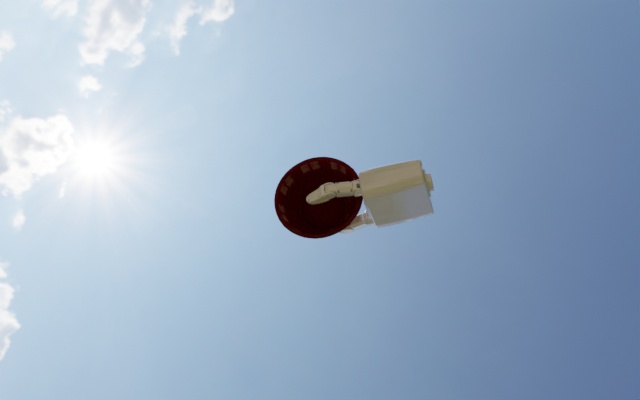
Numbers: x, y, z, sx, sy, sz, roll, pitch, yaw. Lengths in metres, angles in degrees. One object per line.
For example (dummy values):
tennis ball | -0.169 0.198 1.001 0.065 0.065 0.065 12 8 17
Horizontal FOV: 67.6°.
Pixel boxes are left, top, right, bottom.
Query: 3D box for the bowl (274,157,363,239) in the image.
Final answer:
bowl | -0.001 0.003 0.869 0.162 0.162 0.055 0 -25 12
